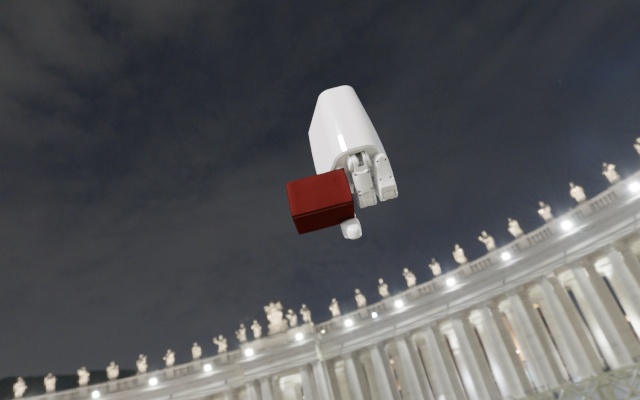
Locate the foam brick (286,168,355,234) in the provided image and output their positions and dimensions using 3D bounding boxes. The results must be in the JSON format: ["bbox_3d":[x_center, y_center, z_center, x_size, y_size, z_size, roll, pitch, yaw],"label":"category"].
[{"bbox_3d":[0.000,0.002,0.602,0.078,0.051,0.053,-15,-28,-2],"label":"foam brick"}]
